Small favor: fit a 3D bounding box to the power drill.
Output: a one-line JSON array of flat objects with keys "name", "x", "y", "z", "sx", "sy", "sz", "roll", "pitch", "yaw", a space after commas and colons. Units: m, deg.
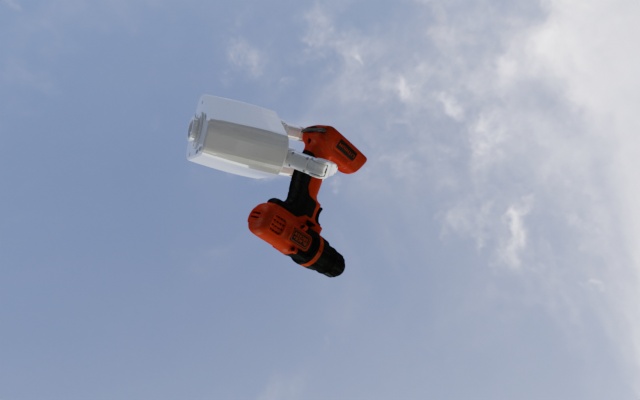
[{"name": "power drill", "x": 0.000, "y": 0.002, "z": 0.684, "sx": 0.057, "sy": 0.187, "sz": 0.184, "roll": 6, "pitch": -24, "yaw": 45}]
